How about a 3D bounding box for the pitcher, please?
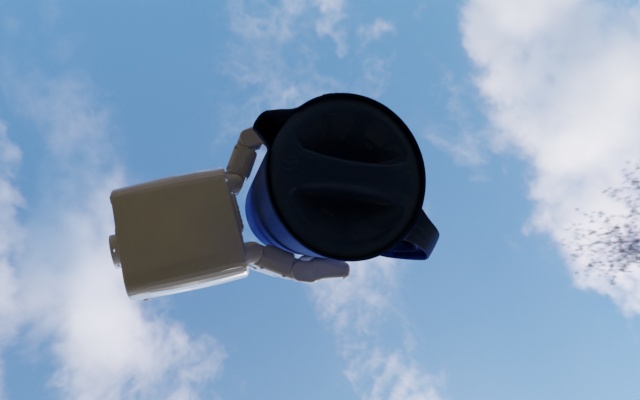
[{"bbox_3d":[0.000,0.002,0.480,0.145,0.149,0.243,-12,-4,-17],"label":"pitcher"}]
